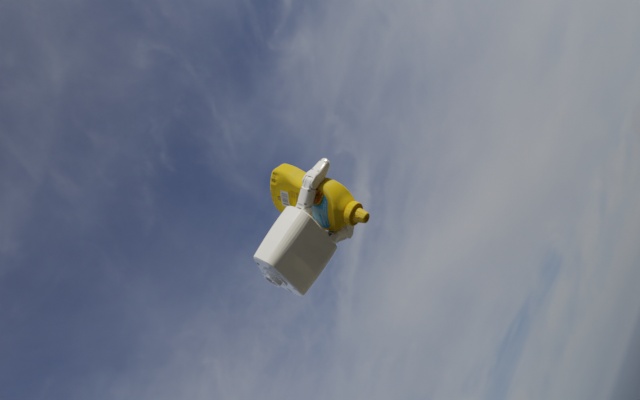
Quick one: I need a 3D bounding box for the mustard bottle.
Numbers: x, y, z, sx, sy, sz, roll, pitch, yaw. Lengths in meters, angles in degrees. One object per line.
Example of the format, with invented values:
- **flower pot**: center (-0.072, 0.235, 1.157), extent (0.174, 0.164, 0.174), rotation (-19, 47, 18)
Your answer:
- **mustard bottle**: center (0.000, 0.002, 0.828), extent (0.191, 0.096, 0.058), rotation (20, 40, 34)
